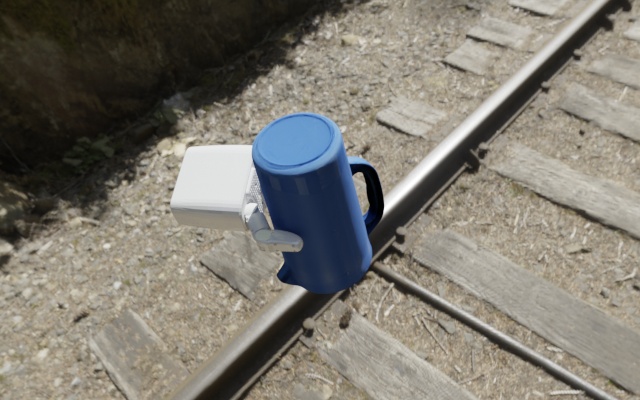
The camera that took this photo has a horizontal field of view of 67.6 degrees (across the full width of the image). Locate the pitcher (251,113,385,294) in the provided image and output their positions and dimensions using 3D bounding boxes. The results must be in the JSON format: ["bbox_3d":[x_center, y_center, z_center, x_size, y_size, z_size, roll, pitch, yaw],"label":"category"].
[{"bbox_3d":[0.000,0.002,0.637,0.145,0.149,0.243,4,-40,16],"label":"pitcher"}]
